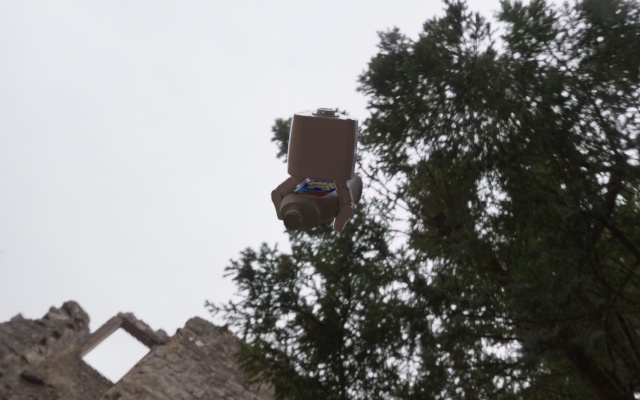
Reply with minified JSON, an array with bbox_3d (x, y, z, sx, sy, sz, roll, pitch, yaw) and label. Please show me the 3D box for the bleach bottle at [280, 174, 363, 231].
[{"bbox_3d":[0.000,0.003,0.862,0.102,0.068,0.250,12,19,15],"label":"bleach bottle"}]
